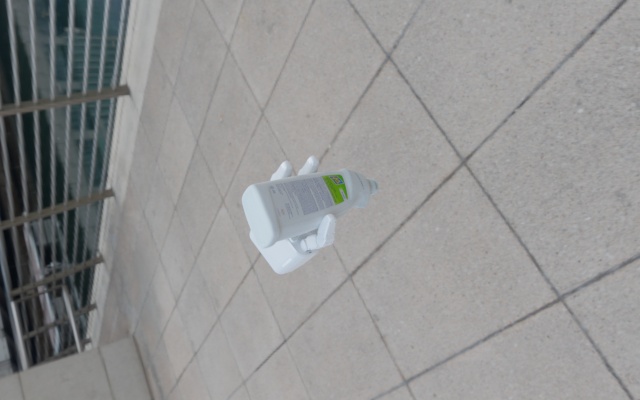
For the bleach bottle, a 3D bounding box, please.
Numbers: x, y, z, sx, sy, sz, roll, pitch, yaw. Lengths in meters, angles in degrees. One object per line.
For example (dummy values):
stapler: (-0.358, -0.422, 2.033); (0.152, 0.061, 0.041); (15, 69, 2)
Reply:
bleach bottle: (0.000, 0.003, 0.804); (0.251, 0.102, 0.068); (-12, -18, -35)
